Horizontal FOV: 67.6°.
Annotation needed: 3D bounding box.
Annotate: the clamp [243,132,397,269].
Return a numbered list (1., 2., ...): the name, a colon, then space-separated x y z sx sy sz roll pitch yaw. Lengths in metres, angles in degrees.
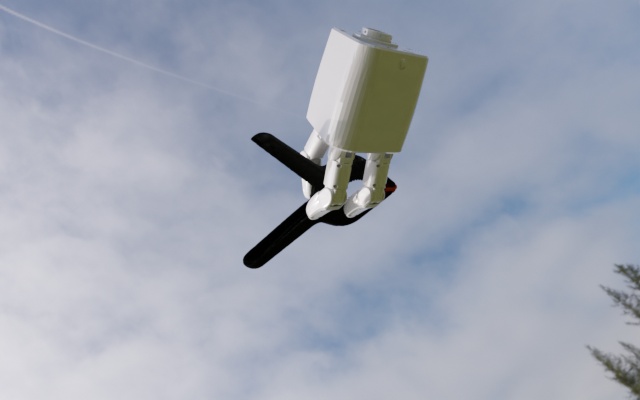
1. clamp: 0.000 0.001 0.574 0.210 0.165 0.036 -2 28 -35
